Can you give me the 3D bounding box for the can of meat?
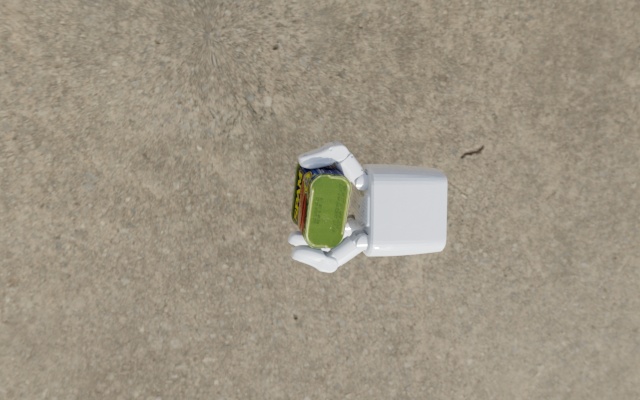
[{"bbox_3d":[0.000,0.002,0.615,0.057,0.102,0.084,3,18,-15],"label":"can of meat"}]
